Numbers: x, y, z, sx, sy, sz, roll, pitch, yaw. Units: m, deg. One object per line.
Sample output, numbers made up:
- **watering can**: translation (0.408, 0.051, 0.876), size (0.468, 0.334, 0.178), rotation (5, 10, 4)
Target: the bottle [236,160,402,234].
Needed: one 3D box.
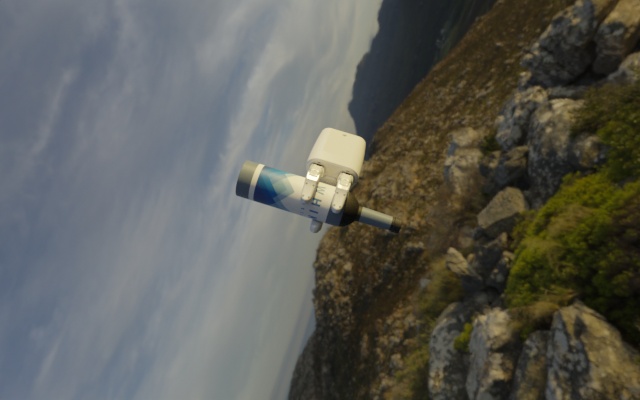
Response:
- **bottle**: translation (0.000, 0.003, 0.849), size (0.296, 0.069, 0.069), rotation (17, 1, 2)
